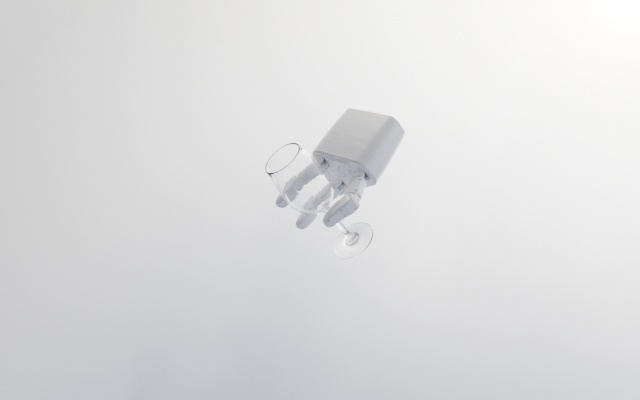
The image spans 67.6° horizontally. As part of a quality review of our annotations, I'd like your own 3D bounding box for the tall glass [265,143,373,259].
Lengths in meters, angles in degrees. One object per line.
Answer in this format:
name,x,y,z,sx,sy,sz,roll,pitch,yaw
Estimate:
tall glass,0.000,0.003,0.735,0.079,0.079,0.201,0,-39,46
